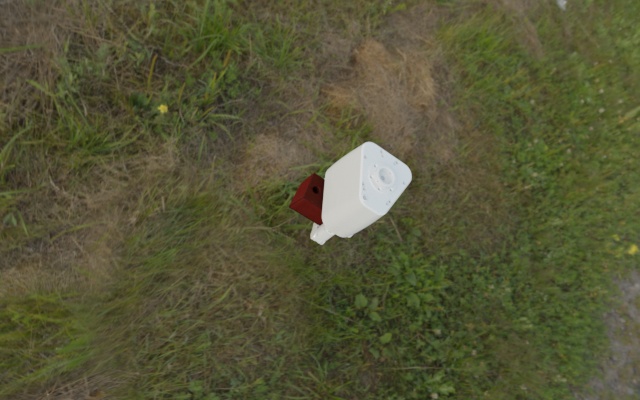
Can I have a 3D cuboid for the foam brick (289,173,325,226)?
[{"bbox_3d":[0.000,0.002,0.772,0.078,0.053,0.051,32,-32,-15],"label":"foam brick"}]
